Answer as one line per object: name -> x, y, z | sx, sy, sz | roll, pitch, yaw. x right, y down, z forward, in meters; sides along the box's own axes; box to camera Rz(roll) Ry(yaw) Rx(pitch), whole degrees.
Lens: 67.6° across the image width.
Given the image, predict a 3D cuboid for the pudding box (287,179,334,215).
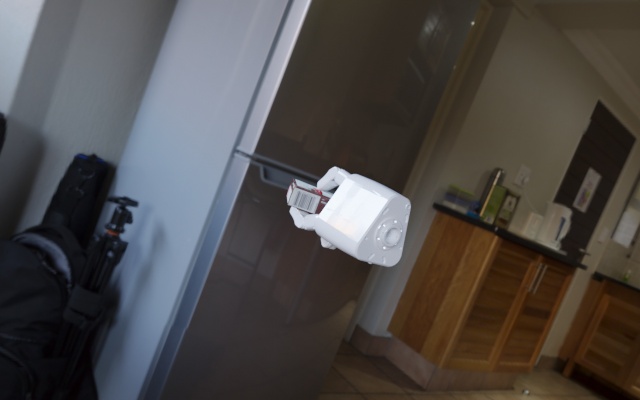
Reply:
pudding box -> 0.000, 0.003, 0.819 | 0.113, 0.039, 0.090 | 22, 6, -8
